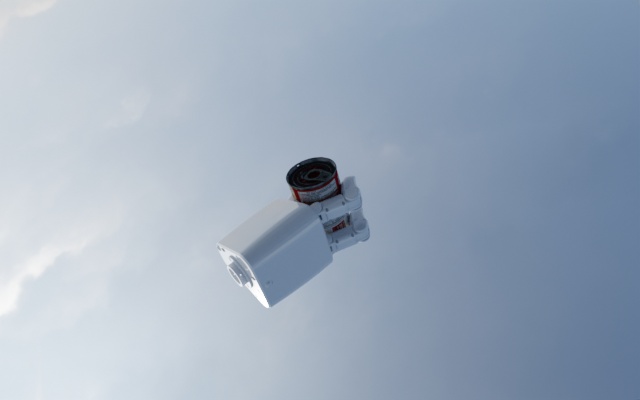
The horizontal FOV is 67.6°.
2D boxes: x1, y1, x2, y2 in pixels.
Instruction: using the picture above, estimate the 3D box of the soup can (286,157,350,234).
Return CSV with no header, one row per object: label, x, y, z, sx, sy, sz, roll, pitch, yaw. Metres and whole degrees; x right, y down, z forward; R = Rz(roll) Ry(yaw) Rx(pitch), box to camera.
soup can,0.000,0.002,0.646,0.068,0.102,0.068,-11,36,9
